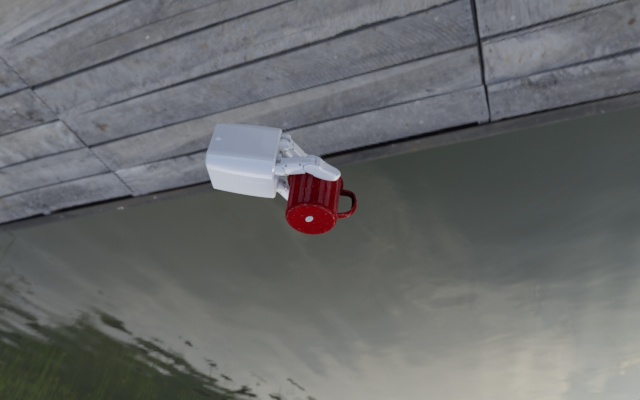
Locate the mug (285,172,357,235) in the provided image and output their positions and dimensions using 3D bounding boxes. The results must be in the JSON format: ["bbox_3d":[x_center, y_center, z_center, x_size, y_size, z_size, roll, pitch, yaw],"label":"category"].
[{"bbox_3d":[0.002,0.003,0.767,0.117,0.081,0.093,8,-40,-1],"label":"mug"}]
